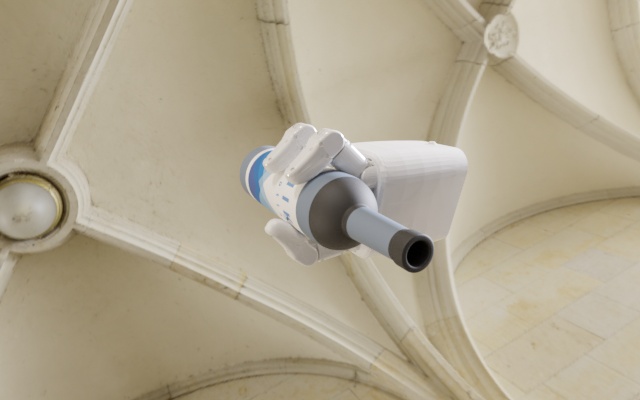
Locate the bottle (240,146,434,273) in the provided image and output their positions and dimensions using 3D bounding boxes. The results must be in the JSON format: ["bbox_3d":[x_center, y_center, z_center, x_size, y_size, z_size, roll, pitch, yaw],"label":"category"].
[{"bbox_3d":[0.000,0.001,0.443,0.069,0.069,0.295,0,13,-27],"label":"bottle"}]
